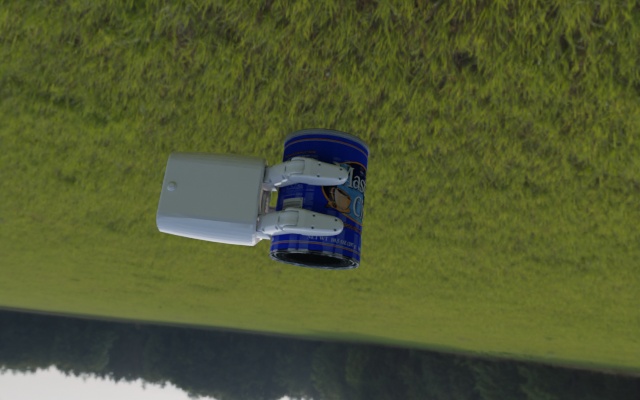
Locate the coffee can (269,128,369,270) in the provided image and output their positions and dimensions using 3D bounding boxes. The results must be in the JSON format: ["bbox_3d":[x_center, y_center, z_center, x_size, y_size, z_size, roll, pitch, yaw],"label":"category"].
[{"bbox_3d":[0.000,0.002,0.553,0.103,0.140,0.103,6,-16,2],"label":"coffee can"}]
